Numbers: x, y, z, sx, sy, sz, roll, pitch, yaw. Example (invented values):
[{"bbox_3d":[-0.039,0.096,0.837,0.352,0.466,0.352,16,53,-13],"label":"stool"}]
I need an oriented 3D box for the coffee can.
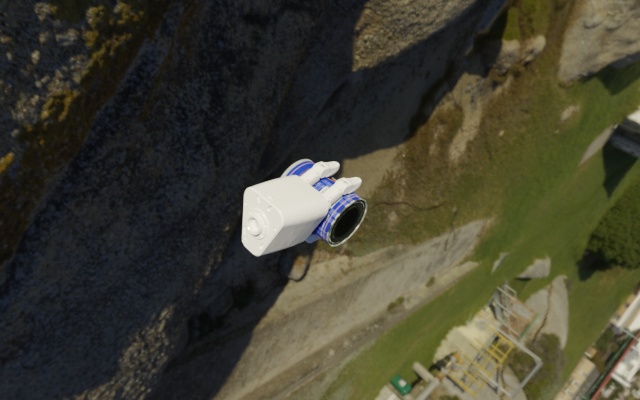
[{"bbox_3d":[0.000,0.003,0.876,0.140,0.103,0.103,38,20,27],"label":"coffee can"}]
